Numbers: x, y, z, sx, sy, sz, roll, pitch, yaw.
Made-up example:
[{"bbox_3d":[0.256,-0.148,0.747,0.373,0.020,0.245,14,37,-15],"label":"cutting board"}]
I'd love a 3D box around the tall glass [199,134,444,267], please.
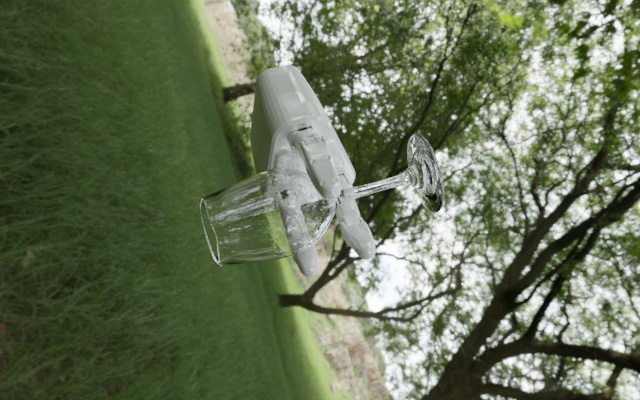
[{"bbox_3d":[0.001,0.001,0.422,0.201,0.079,0.079,-16,2,-7],"label":"tall glass"}]
